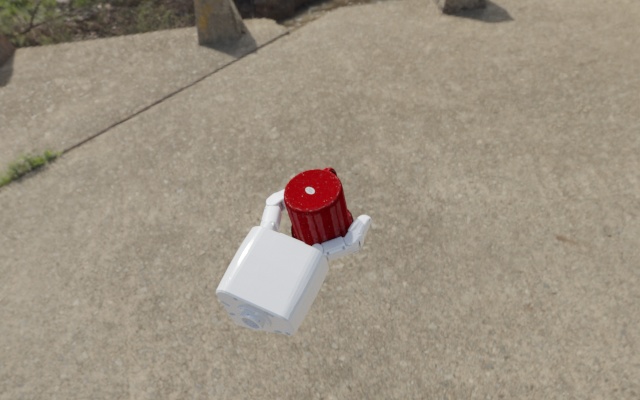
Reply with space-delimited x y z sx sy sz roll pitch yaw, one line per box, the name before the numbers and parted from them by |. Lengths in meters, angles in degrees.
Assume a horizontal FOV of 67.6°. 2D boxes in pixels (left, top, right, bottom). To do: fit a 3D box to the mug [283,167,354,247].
mug | 0.001 0.001 0.672 0.093 0.117 0.082 11 -38 22
